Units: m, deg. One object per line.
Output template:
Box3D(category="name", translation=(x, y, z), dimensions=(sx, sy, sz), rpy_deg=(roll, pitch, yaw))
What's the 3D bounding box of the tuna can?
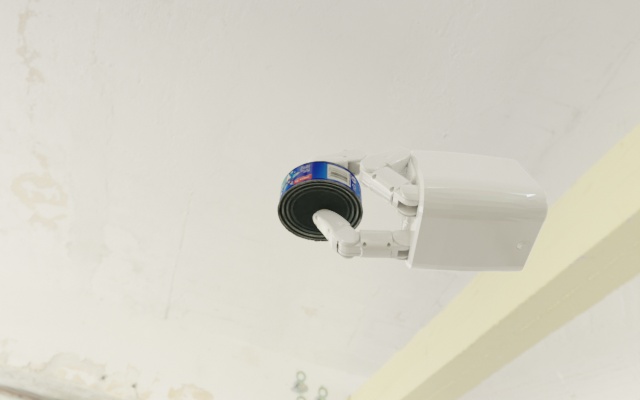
Box3D(category="tuna can", translation=(0.000, 0.001, 0.488), dimensions=(0.086, 0.086, 0.033), rpy_deg=(0, 44, 2))
